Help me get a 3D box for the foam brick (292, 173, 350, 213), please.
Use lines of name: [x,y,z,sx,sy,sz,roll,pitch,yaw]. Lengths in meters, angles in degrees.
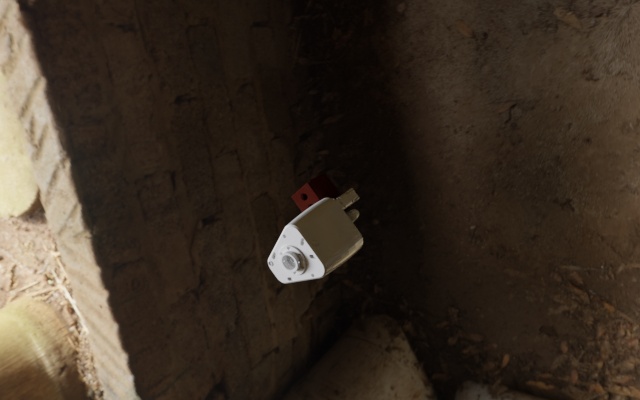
foam brick: [0.000,0.002,0.811,0.051,0.078,0.053,-33,-5,-46]
